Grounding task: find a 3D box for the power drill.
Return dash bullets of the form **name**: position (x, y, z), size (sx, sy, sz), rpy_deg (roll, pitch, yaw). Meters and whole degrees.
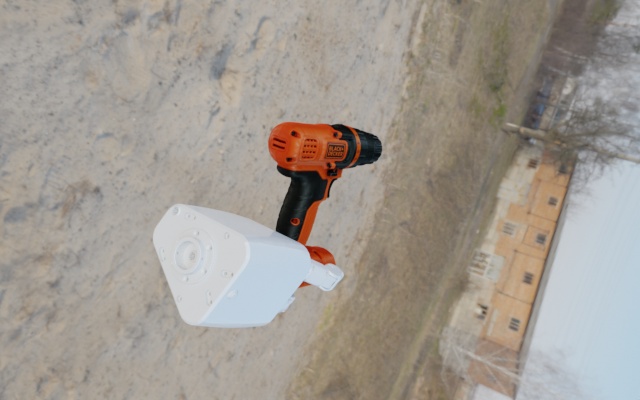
- **power drill**: position (0.000, 0.002, 0.564), size (0.057, 0.188, 0.184), rpy_deg (20, 15, 37)
